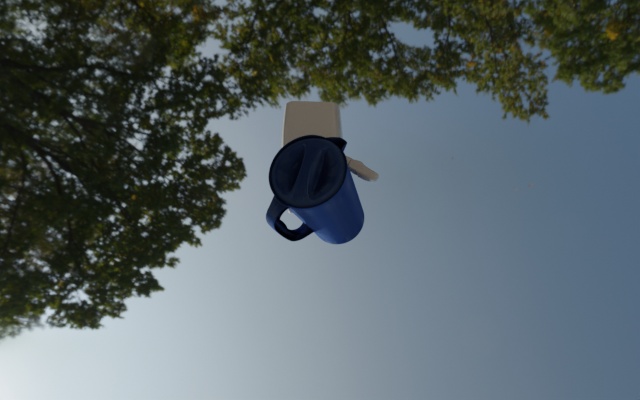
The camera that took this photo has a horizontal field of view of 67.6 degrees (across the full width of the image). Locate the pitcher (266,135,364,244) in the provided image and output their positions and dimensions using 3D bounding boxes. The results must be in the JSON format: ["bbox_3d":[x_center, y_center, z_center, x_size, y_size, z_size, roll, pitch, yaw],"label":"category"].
[{"bbox_3d":[0.000,0.003,0.870,0.149,0.145,0.243,-8,-25,13],"label":"pitcher"}]
